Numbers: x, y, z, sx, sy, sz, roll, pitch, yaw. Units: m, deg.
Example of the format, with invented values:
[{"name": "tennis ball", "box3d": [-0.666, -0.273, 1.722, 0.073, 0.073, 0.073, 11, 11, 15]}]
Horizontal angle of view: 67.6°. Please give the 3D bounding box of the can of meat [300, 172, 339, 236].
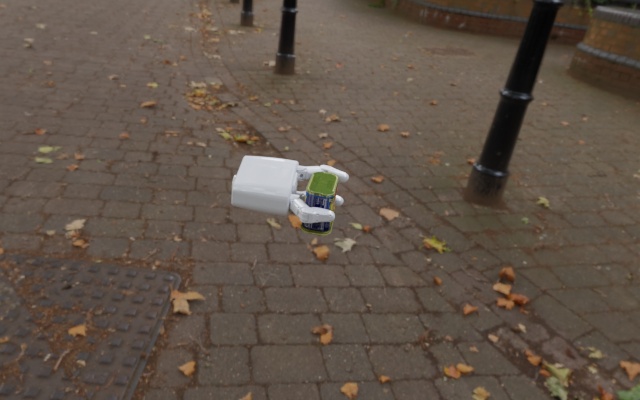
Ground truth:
[{"name": "can of meat", "box3d": [0.000, 0.003, 0.886, 0.057, 0.084, 0.102, 9, 28, 4]}]
